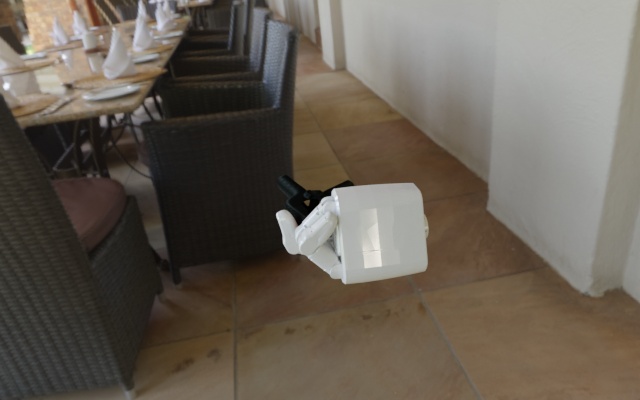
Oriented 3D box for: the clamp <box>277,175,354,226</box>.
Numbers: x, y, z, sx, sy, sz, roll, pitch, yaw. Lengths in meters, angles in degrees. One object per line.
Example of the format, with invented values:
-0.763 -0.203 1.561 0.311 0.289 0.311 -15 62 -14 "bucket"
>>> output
0.000 0.002 0.688 0.120 0.039 0.171 -4 26 -5 "clamp"
